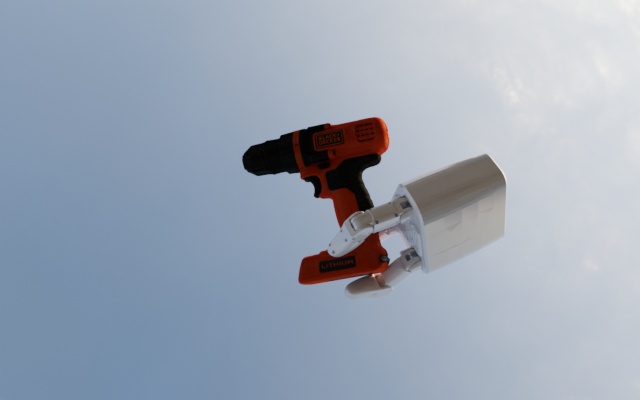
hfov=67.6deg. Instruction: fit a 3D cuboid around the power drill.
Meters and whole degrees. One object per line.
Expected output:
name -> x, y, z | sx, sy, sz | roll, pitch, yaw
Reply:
power drill -> 0.000, 0.002, 0.567 | 0.184, 0.187, 0.057 | -11, -11, 15
